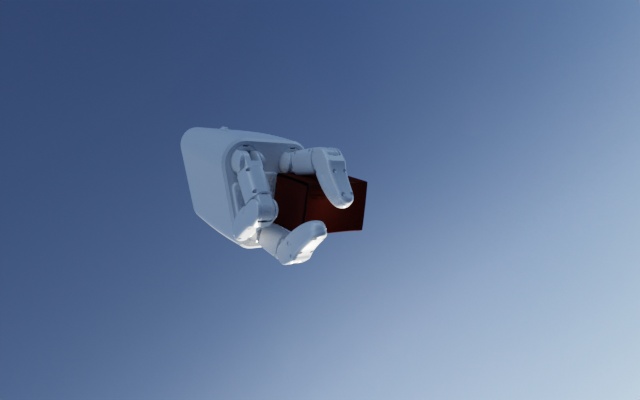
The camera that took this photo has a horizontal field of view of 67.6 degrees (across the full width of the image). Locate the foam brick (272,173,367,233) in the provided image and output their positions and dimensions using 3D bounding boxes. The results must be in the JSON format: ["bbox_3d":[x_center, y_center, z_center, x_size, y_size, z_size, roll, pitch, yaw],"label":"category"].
[{"bbox_3d":[0.000,0.002,0.474,0.078,0.053,0.051,-2,14,-39],"label":"foam brick"}]
